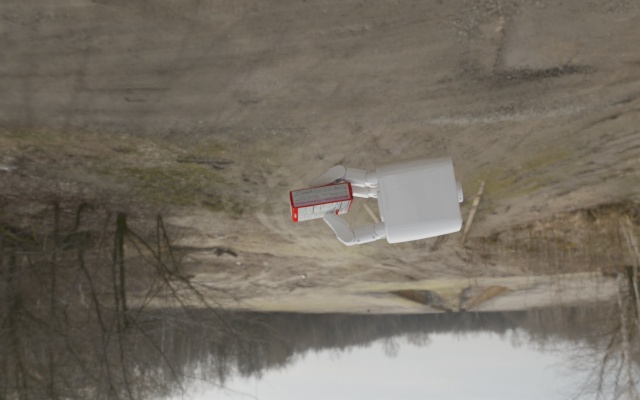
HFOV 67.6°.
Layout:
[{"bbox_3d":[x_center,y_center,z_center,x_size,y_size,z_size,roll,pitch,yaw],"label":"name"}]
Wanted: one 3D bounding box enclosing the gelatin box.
[{"bbox_3d":[0.000,0.003,0.700,0.089,0.030,0.073,-10,-16,-6],"label":"gelatin box"}]
